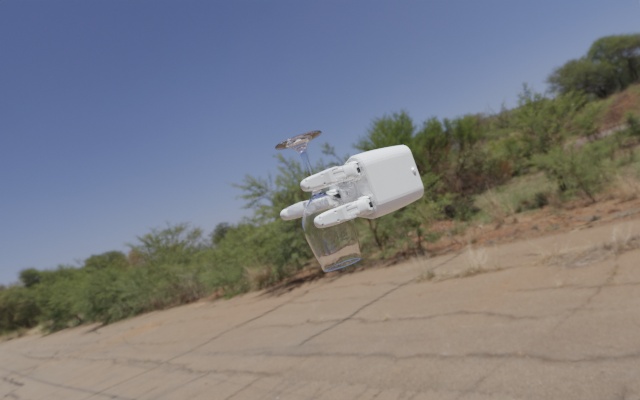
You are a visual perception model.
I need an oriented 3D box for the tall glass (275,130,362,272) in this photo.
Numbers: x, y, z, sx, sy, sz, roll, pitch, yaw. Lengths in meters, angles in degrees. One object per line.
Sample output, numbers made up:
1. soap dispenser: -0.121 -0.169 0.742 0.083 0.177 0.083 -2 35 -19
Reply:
1. tall glass: 0.000 0.002 0.714 0.079 0.201 0.079 -19 -2 -1
